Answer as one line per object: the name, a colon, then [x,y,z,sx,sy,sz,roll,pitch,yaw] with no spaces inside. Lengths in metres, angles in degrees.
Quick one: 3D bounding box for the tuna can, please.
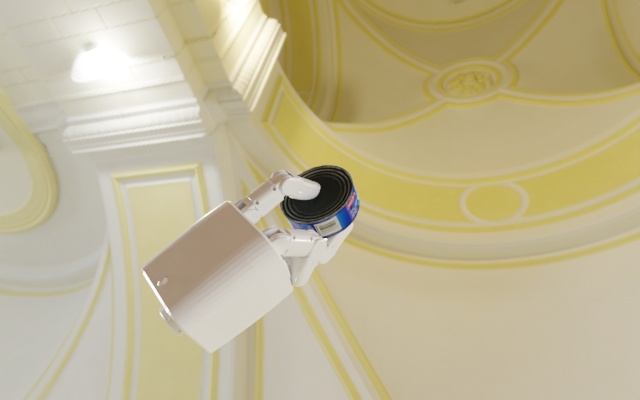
tuna can: [0.000,0.002,0.537,0.086,0.086,0.034,0,-41,26]
